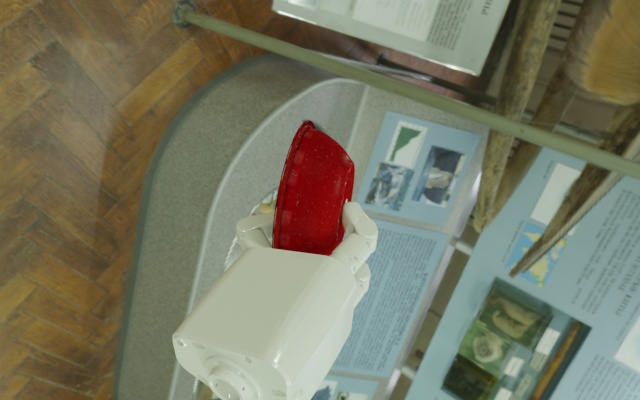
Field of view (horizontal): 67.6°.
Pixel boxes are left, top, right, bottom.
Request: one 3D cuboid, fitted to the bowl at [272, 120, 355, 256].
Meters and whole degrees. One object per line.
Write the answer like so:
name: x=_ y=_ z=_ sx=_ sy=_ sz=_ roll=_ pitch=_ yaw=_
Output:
bowl: x=0.001 y=0.001 z=0.494 sx=0.055 sy=0.162 sz=0.162 roll=10 pitch=1 yaw=9
